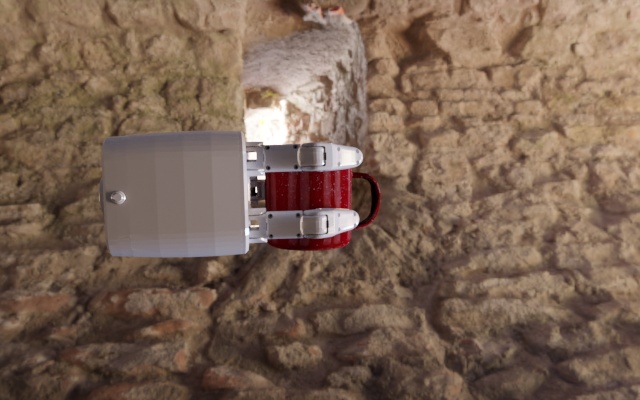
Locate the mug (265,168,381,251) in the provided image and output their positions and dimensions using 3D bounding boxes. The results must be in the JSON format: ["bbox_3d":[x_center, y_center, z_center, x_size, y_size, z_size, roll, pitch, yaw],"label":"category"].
[{"bbox_3d":[0.001,0.002,0.459,0.117,0.081,0.093,-1,5,-10],"label":"mug"}]
